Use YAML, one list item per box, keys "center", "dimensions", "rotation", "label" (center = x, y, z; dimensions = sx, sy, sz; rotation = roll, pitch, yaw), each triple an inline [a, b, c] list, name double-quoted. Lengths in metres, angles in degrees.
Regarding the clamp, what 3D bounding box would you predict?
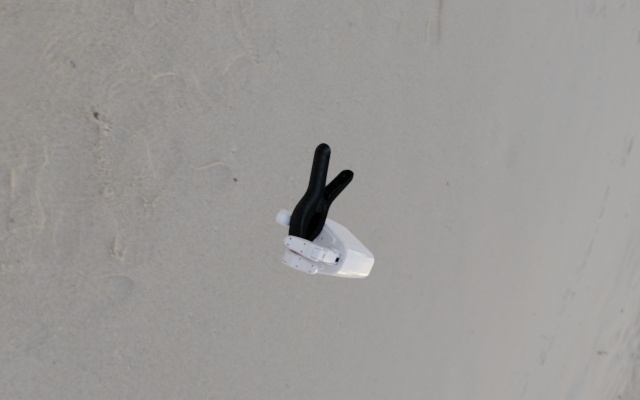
- center: [0.000, 0.003, 0.768]
  dimensions: [0.039, 0.171, 0.120]
  rotation: [24, 1, 36]
  label: "clamp"
